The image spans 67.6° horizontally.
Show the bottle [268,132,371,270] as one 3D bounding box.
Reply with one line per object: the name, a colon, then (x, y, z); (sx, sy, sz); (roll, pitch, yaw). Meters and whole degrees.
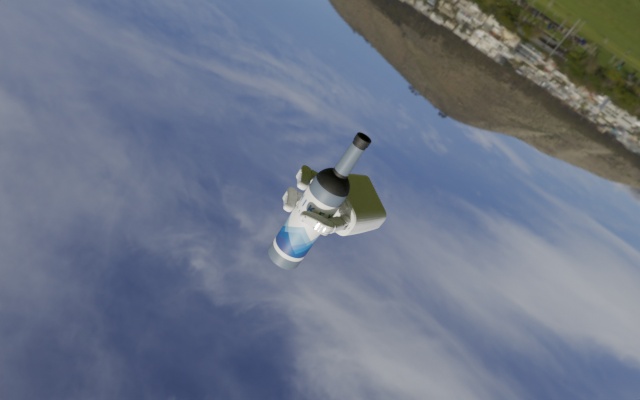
bottle: (0.000, 0.003, 0.849); (0.069, 0.296, 0.069); (25, 31, -16)
